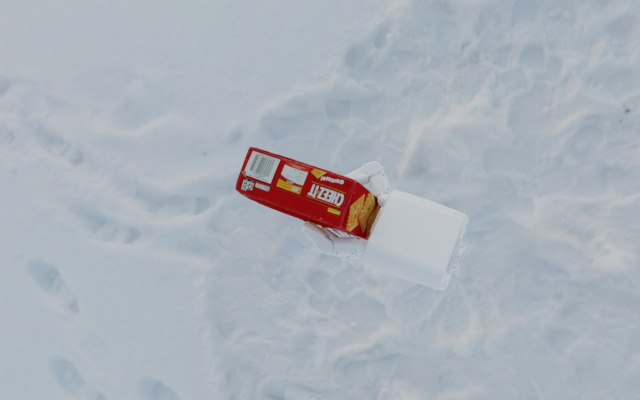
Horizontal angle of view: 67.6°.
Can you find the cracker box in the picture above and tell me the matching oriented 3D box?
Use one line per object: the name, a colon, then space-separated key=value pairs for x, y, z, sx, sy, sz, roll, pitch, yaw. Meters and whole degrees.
cracker box: x=0.000 y=0.002 z=0.699 sx=0.164 sy=0.072 sz=0.214 roll=19 pitch=-4 yaw=23
